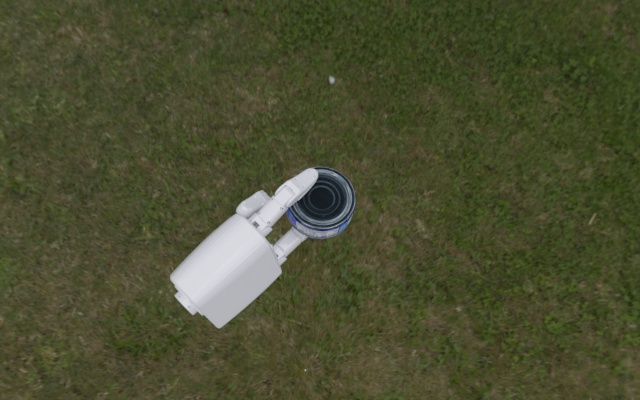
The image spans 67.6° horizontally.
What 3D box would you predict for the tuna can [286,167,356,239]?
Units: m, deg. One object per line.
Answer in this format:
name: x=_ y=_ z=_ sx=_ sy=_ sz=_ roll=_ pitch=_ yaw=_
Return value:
tuna can: x=0.000 y=0.002 z=0.589 sx=0.086 sy=0.086 sz=0.034 roll=0 pitch=-23 yaw=-6
